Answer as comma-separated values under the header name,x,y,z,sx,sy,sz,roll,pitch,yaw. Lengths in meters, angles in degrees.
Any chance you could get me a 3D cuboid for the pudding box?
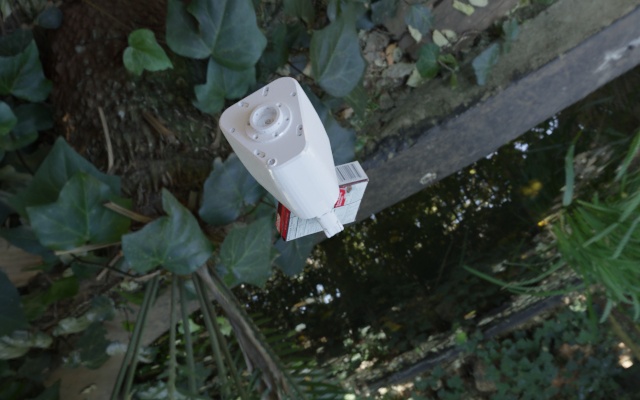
name,x,y,z,sx,sy,sz,roll,pitch,yaw
pudding box,0.000,0.002,0.625,0.113,0.039,0.090,-14,-35,-22
